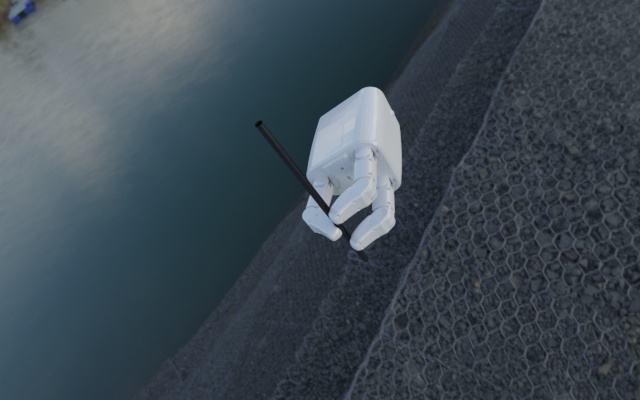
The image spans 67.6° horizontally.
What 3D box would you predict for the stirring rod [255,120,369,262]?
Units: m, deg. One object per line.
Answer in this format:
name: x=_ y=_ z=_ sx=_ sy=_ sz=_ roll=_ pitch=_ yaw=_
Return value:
stirring rod: x=0.000 y=0.002 z=0.512 sx=0.011 sy=0.011 sz=0.240 roll=0 pitch=-36 yaw=35
